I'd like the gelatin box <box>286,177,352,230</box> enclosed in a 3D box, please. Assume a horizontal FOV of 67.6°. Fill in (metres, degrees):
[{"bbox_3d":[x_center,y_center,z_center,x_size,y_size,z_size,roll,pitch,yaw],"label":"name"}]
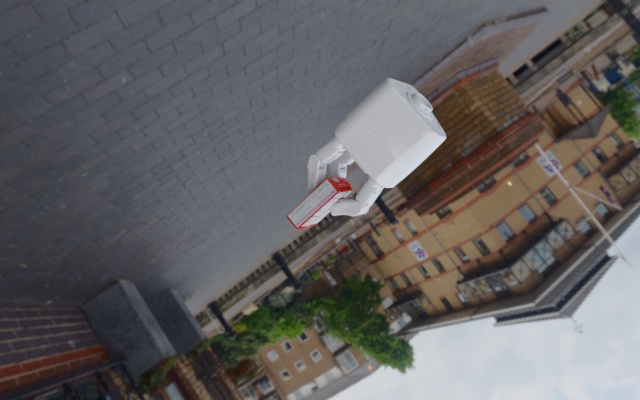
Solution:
[{"bbox_3d":[0.000,0.003,0.710,0.089,0.030,0.073,-43,-11,16],"label":"gelatin box"}]
